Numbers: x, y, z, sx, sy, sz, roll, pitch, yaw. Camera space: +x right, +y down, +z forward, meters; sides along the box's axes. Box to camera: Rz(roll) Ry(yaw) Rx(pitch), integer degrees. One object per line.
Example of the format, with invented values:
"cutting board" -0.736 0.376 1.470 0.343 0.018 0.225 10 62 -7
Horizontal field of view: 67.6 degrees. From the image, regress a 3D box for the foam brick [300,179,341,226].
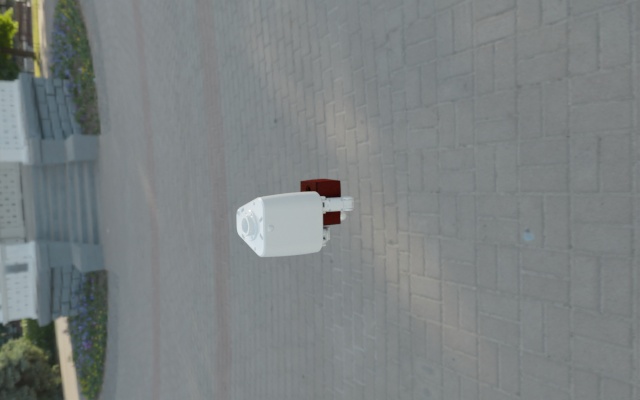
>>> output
"foam brick" 0.000 0.002 0.821 0.051 0.078 0.053 -4 6 -33
